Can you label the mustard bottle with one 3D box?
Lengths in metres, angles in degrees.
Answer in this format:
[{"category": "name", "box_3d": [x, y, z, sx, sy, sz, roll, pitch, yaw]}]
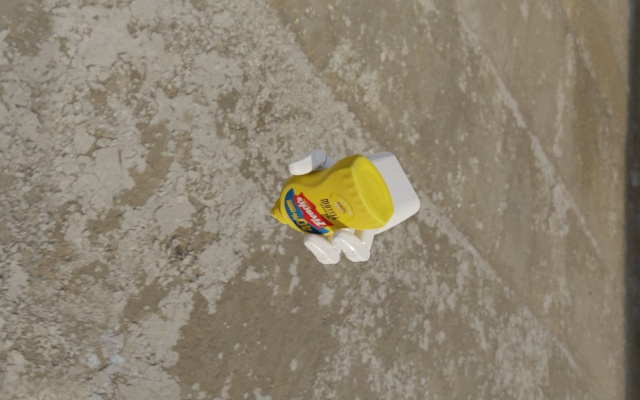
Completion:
[{"category": "mustard bottle", "box_3d": [0.000, 0.002, 0.649, 0.191, 0.096, 0.058, -12, 29, 44]}]
